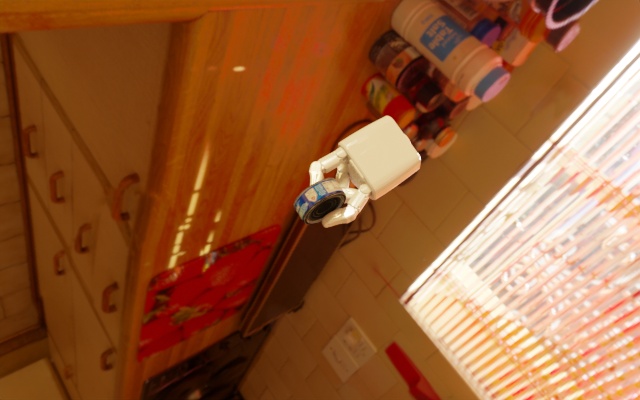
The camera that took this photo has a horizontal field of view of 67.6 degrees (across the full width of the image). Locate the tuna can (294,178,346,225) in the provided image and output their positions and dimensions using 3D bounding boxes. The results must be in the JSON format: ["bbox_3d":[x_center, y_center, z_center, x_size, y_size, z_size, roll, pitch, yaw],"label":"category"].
[{"bbox_3d":[0.000,0.003,0.797,0.086,0.033,0.086,-28,-23,-13],"label":"tuna can"}]
